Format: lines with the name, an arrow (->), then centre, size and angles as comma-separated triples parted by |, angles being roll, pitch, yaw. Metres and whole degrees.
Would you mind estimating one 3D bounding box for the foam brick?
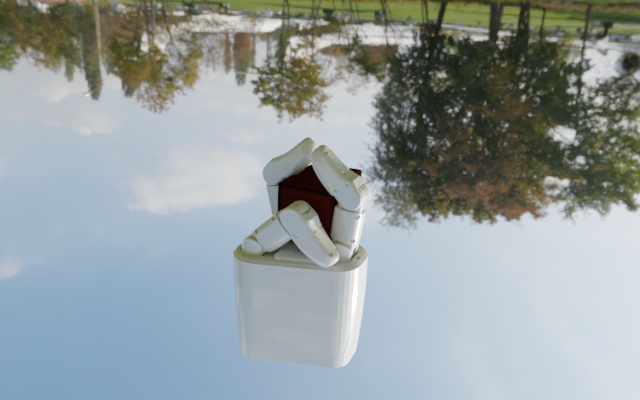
foam brick -> 0.000, 0.001, 0.442 | 0.053, 0.051, 0.078 | 10, 22, 22
